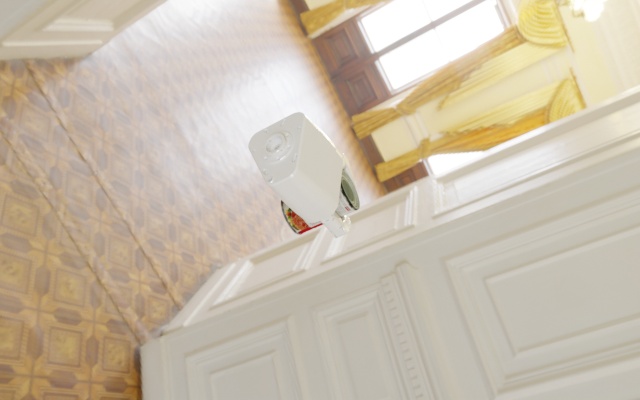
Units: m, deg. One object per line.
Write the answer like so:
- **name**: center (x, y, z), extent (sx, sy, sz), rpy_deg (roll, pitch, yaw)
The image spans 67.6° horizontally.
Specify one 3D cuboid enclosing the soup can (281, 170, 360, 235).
- **soup can**: center (0.001, 0.003, 0.725), extent (0.102, 0.068, 0.068), rpy_deg (-24, -8, 18)
